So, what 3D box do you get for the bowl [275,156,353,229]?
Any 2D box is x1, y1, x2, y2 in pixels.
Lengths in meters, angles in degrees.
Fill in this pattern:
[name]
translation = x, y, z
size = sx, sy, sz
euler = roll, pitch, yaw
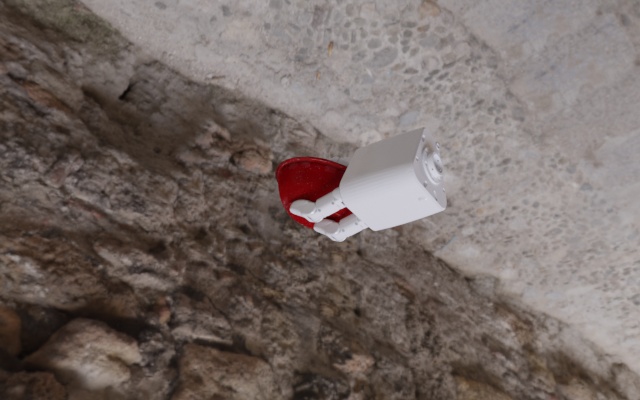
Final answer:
[bowl]
translation = -0.001, 0.003, 0.724
size = 0.162, 0.055, 0.162
euler = 15, -27, 8
